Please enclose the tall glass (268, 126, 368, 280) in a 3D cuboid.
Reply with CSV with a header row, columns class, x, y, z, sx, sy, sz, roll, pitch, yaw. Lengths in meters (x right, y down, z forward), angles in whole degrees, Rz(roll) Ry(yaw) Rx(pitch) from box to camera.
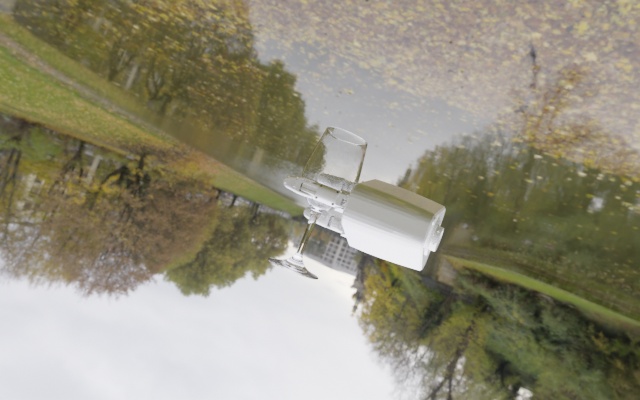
class,x,y,z,sx,sy,sz,roll,pitch,yaw
tall glass,0.000,0.003,0.659,0.079,0.201,0.079,22,-3,1
